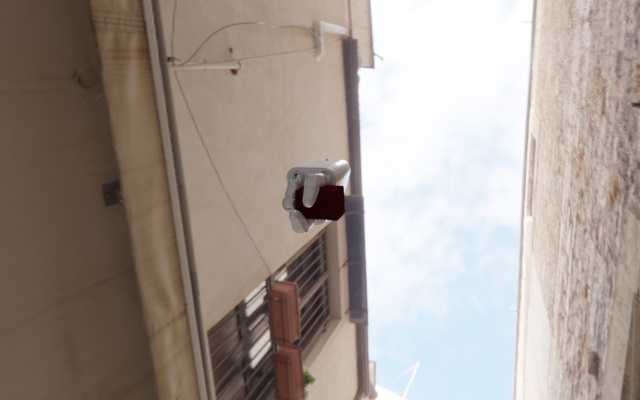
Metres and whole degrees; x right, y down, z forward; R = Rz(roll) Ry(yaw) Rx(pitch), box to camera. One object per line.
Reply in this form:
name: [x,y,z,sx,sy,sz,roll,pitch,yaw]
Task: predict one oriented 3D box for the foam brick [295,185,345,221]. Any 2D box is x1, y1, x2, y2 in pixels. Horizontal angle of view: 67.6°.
foam brick: [0.000,0.003,0.844,0.078,0.053,0.051,3,16,21]
